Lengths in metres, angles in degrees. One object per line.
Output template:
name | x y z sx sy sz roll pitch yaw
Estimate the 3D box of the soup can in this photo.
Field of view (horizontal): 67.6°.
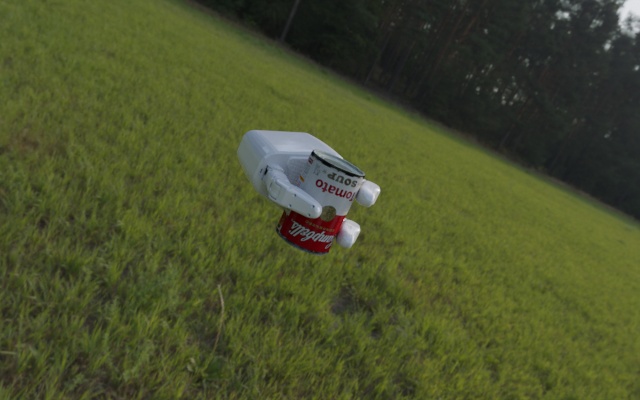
soup can | 0.000 0.002 0.543 0.068 0.102 0.068 24 14 -6
